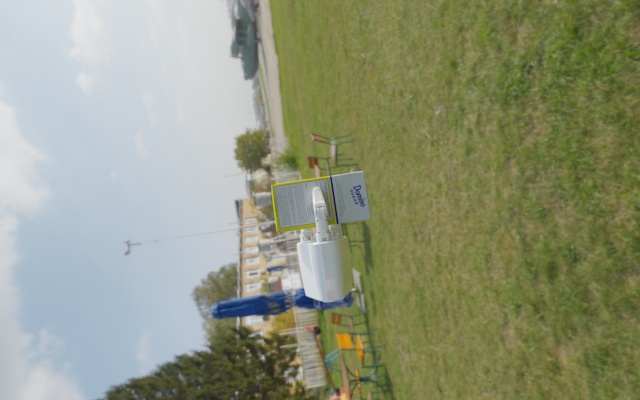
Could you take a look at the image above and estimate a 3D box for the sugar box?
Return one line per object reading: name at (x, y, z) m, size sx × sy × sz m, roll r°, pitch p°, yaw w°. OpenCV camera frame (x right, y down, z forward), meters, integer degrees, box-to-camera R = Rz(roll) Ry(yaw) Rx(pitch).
sugar box at (0.000, 0.003, 0.897) m, size 0.176 × 0.093 × 0.048 m, roll -7°, pitch -2°, yaw -5°
